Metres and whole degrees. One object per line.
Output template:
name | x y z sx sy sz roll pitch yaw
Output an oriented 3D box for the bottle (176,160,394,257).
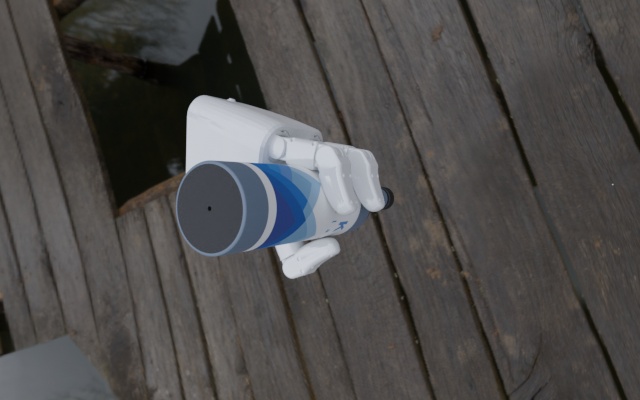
bottle | 0.000 0.002 0.452 0.069 0.069 0.296 0 2 31
